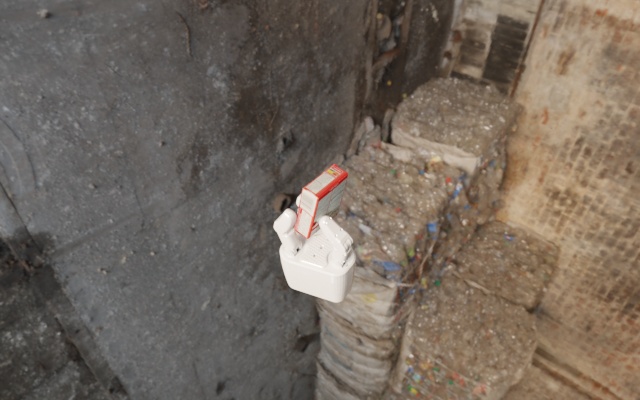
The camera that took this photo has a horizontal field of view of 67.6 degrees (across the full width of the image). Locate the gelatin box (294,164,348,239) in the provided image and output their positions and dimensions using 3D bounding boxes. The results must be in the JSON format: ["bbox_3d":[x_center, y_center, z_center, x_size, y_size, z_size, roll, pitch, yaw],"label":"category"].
[{"bbox_3d":[0.001,0.002,0.678,0.030,0.089,0.073,34,48,19],"label":"gelatin box"}]
